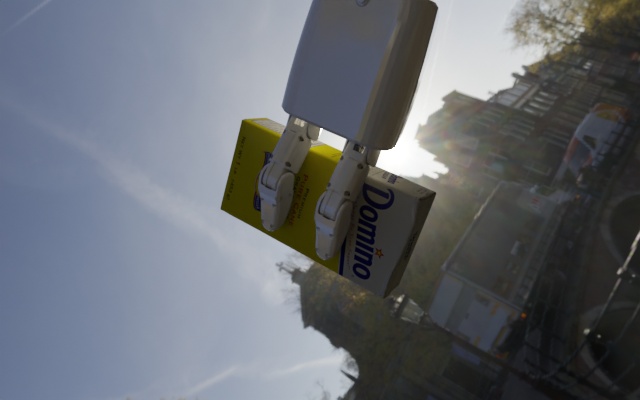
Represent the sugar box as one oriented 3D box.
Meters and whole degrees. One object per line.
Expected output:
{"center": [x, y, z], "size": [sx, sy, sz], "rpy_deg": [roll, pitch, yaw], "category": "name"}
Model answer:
{"center": [0.000, 0.001, 0.417], "size": [0.176, 0.093, 0.048], "rpy_deg": [26, 22, 24], "category": "sugar box"}
